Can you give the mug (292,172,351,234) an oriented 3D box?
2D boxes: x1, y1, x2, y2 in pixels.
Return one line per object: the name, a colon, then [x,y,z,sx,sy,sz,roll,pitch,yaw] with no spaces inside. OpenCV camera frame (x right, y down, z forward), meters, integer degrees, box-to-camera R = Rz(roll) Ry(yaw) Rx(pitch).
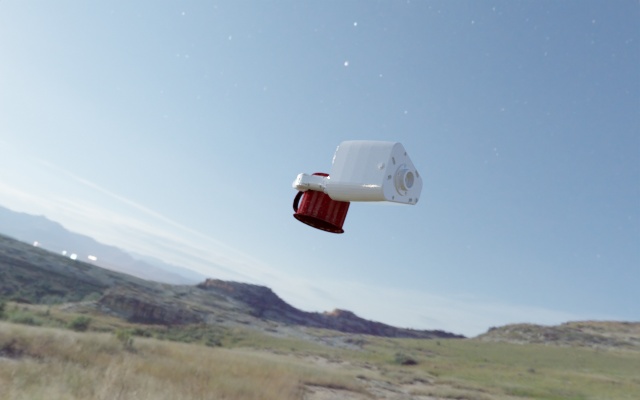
mug: [-0.001,0.002,0.833,0.117,0.081,0.093,6,-19,42]
